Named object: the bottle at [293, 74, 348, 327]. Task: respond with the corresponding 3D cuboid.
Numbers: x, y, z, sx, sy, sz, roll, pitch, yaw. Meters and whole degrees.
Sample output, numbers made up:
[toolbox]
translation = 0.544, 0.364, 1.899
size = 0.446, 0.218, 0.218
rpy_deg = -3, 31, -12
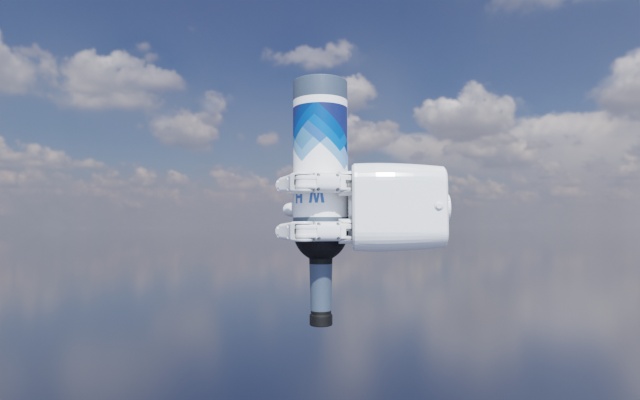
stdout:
[bottle]
translation = 0.000, 0.002, 0.577
size = 0.069, 0.295, 0.069
rpy_deg = 0, -3, 0
